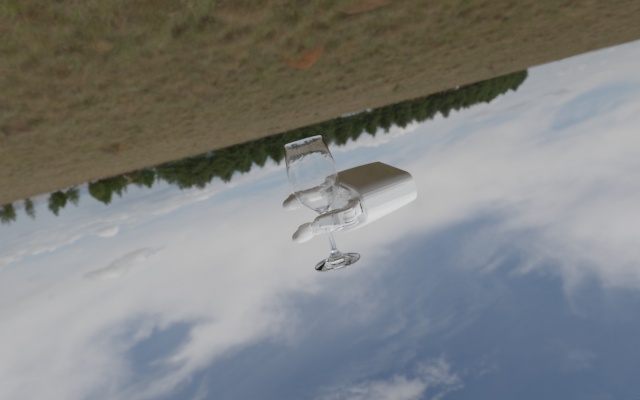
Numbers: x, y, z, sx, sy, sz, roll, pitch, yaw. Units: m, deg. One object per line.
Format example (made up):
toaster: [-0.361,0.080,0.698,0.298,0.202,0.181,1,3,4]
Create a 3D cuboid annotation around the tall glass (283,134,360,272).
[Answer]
tall glass: [0.000,0.003,0.733,0.079,0.201,0.079,-16,9,3]
